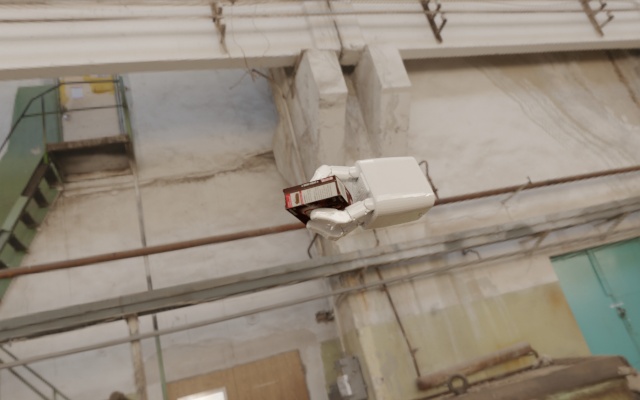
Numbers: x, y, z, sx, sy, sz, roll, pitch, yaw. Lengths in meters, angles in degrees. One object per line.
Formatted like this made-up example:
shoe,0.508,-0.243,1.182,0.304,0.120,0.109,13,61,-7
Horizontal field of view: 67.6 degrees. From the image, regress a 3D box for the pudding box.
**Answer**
pudding box,0.000,0.002,0.765,0.090,0.039,0.113,-16,-22,11
